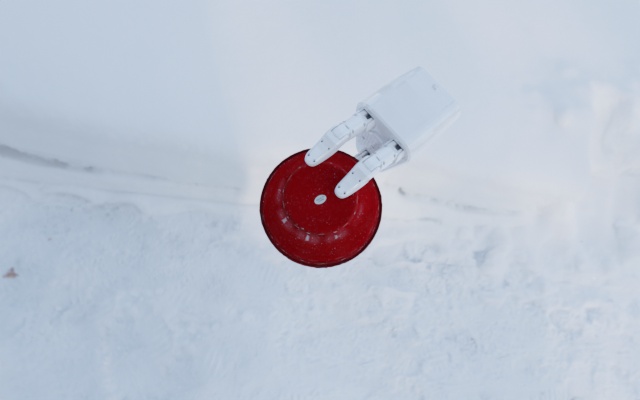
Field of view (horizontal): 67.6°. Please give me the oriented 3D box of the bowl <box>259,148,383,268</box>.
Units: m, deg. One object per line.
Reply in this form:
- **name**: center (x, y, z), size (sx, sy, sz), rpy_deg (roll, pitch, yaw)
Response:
- **bowl**: center (-0.001, 0.003, 0.600), size (0.162, 0.162, 0.055), rpy_deg (0, -12, 1)
